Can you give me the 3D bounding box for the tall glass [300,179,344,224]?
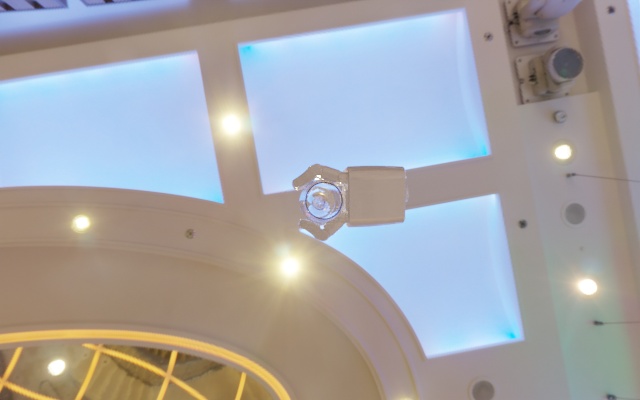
[{"bbox_3d":[0.000,0.003,0.878,0.079,0.079,0.201,0,-1,-3],"label":"tall glass"}]
